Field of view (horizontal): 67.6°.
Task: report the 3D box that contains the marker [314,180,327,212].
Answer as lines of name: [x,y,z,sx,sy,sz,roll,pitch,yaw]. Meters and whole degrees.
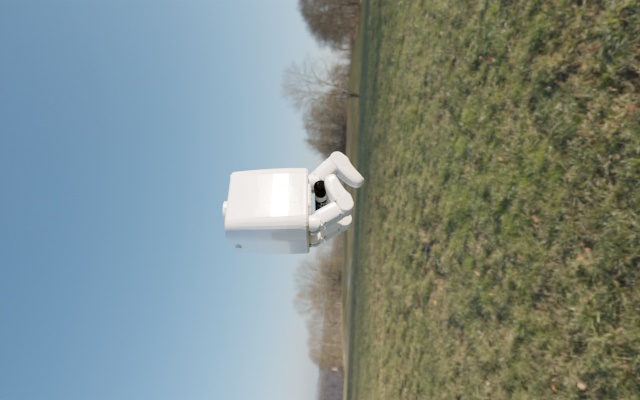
marker: [0.000,0.002,0.691,0.020,0.020,0.121,0,-23,0]
